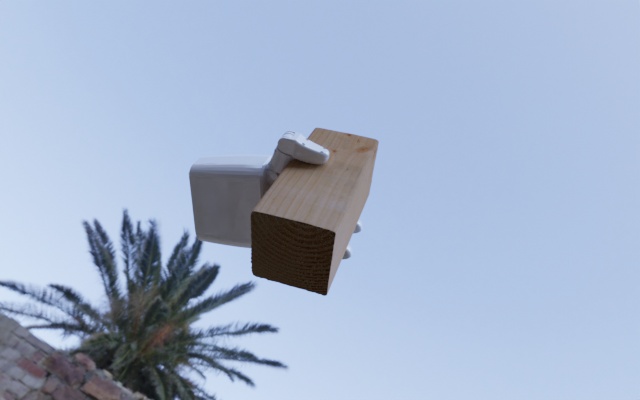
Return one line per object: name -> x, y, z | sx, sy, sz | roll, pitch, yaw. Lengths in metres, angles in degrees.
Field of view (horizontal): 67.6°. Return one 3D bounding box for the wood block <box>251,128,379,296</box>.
wood block -> 0.000, 0.001, 0.569 | 0.090, 0.091, 0.206 | 14, 36, 12
